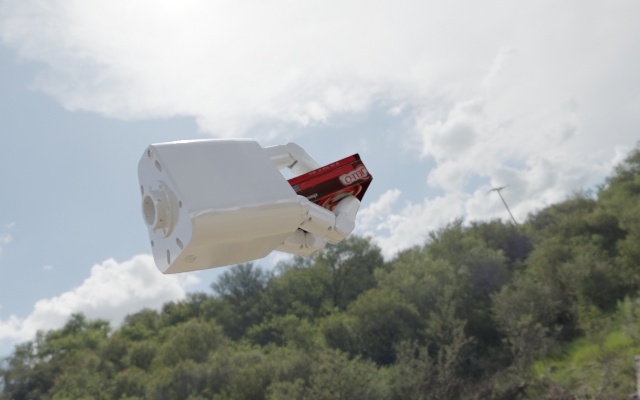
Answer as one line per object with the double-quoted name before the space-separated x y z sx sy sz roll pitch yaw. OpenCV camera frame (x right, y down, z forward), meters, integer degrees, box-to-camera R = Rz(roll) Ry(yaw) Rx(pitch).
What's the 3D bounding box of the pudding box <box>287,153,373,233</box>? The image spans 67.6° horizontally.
"pudding box" 0.000 0.002 0.520 0.090 0.039 0.113 -21 -17 -16
